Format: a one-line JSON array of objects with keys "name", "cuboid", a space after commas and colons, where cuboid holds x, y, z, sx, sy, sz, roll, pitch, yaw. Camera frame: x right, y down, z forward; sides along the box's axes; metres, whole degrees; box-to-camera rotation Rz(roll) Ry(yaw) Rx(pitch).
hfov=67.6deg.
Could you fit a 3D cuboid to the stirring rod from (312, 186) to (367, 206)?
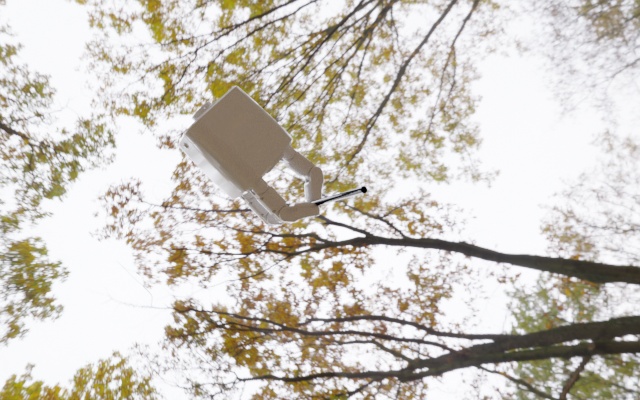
[{"name": "stirring rod", "cuboid": [0.000, 0.002, 0.623, 0.011, 0.011, 0.239, 0, -7, -23]}]
